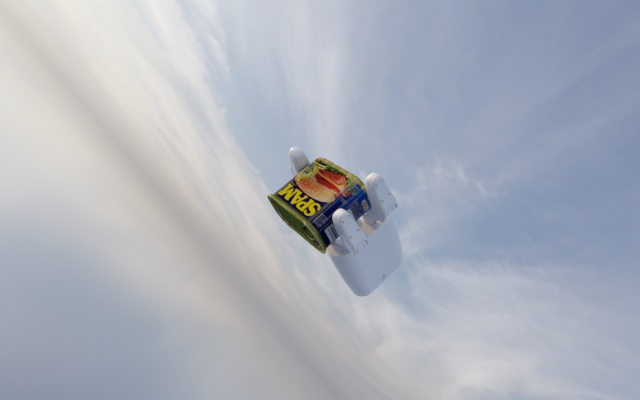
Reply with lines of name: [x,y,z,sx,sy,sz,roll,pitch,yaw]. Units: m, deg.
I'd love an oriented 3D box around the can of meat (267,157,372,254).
can of meat: [0.000,0.002,0.571,0.084,0.057,0.102,-41,43,-14]
